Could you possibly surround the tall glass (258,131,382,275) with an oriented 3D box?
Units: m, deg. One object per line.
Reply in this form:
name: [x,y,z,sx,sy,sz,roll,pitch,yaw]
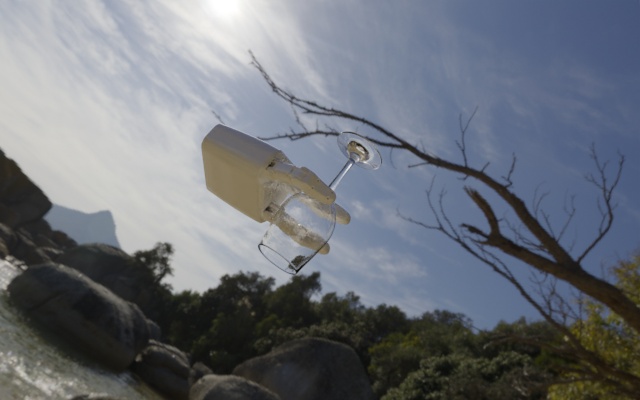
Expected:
tall glass: [0.001,0.002,0.642,0.079,0.201,0.079,30,-24,15]
